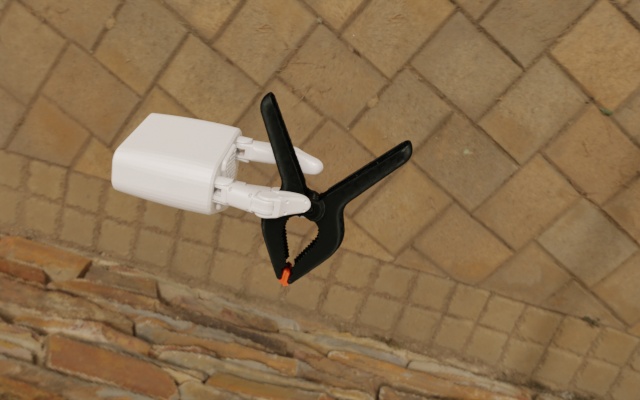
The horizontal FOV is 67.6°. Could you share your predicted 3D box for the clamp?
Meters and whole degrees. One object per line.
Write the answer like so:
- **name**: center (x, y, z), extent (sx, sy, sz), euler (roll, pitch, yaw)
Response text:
- **clamp**: center (0.000, 0.002, 0.523), extent (0.164, 0.210, 0.036), euler (13, 20, 2)
